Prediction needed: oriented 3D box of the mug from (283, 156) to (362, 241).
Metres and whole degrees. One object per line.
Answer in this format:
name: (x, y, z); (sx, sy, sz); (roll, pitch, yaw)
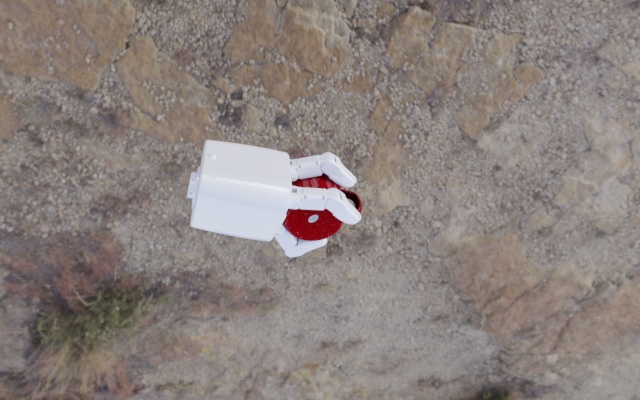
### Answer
mug: (0.001, 0.003, 0.650); (0.117, 0.093, 0.081); (10, 39, -15)
